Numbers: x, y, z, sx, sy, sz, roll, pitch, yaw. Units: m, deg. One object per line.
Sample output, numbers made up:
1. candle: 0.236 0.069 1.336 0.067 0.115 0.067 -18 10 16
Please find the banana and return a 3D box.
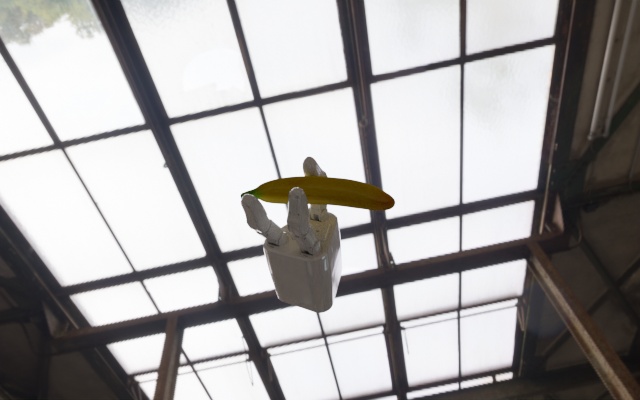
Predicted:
1. banana: 0.000 -0.007 0.629 0.198 0.037 0.069 1 28 11
